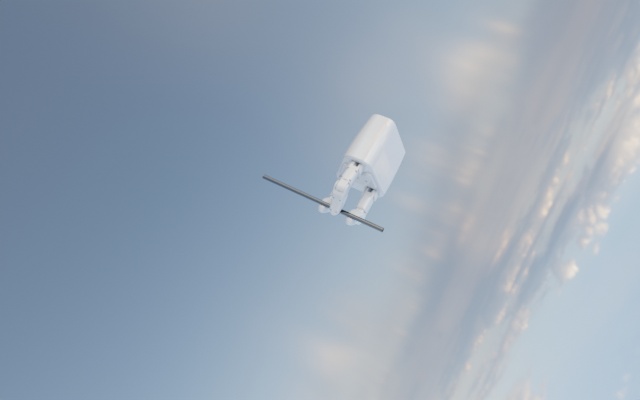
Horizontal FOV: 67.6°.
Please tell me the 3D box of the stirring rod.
[{"bbox_3d":[0.000,0.003,0.831,0.239,0.011,0.011,24,8,19],"label":"stirring rod"}]
